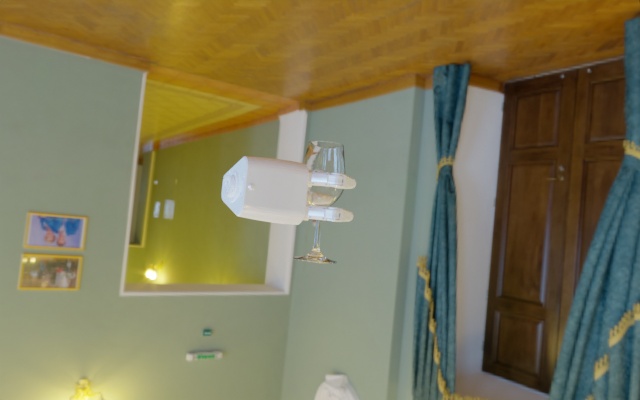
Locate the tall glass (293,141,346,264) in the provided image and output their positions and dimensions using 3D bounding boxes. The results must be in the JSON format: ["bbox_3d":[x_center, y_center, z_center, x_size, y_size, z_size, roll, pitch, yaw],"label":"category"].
[{"bbox_3d":[0.000,0.003,0.811,0.079,0.201,0.079,6,-3,0],"label":"tall glass"}]
